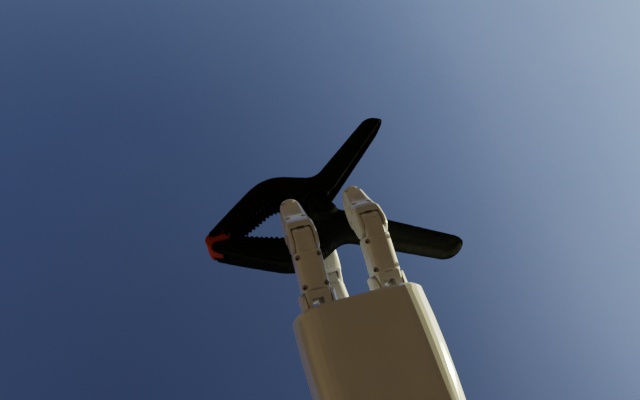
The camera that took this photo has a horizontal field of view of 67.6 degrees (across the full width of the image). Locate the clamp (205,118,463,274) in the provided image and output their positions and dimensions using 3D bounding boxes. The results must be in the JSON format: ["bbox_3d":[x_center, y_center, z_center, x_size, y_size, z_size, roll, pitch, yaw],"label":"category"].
[{"bbox_3d":[0.000,0.002,0.431,0.210,0.164,0.036,-13,-34,-11],"label":"clamp"}]
